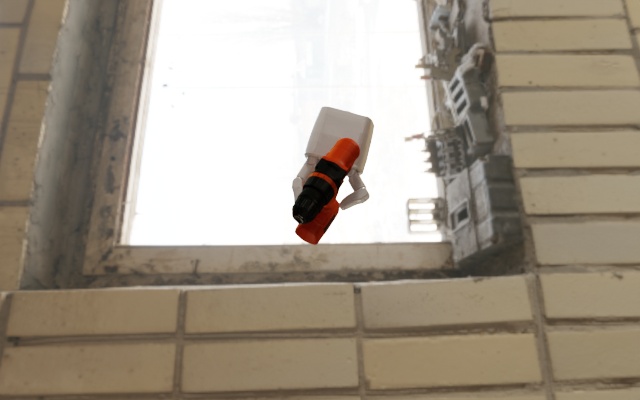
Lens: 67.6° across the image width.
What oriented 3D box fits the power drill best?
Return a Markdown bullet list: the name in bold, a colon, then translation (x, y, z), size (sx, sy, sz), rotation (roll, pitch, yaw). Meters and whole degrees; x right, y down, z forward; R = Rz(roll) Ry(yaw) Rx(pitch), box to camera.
- **power drill**: translation (0.000, 0.003, 0.837), size (0.057, 0.184, 0.188), rotation (31, -32, 8)
